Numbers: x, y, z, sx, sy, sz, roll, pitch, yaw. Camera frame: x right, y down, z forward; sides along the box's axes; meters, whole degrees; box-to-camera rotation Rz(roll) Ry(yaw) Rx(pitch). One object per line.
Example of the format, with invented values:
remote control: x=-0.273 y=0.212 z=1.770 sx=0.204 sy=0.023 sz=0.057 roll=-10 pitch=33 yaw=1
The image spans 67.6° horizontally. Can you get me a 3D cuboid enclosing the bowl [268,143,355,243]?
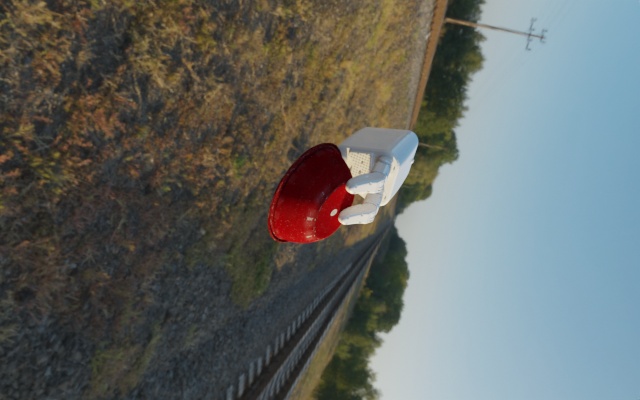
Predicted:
bowl: x=0.000 y=0.003 z=0.676 sx=0.055 sy=0.162 sz=0.162 roll=32 pitch=15 yaw=26
